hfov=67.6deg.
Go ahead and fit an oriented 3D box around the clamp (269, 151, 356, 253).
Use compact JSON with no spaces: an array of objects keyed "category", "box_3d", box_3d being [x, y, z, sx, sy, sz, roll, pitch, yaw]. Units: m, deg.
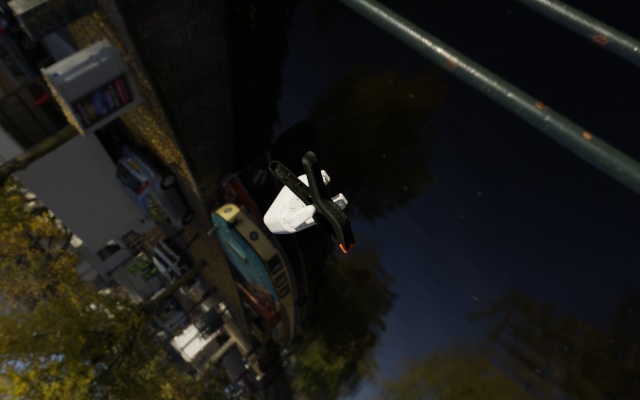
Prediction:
[{"category":"clamp","box_3d":[0.000,0.004,0.837,0.036,0.210,0.164,-41,9,-21]}]
